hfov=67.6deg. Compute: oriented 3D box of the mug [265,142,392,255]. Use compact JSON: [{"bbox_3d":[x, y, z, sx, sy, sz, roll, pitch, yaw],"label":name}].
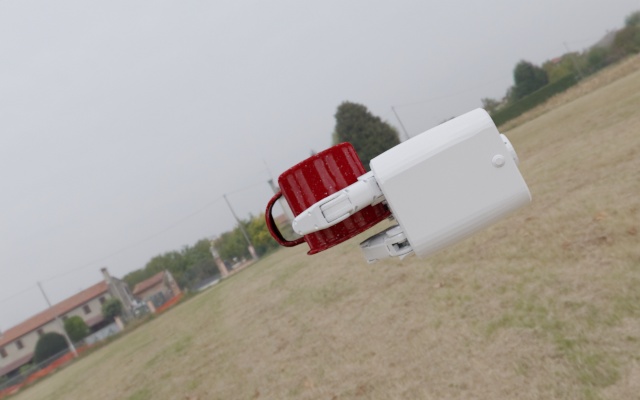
[{"bbox_3d":[-0.001,0.002,0.467,0.117,0.081,0.093,-27,0,11],"label":"mug"}]
